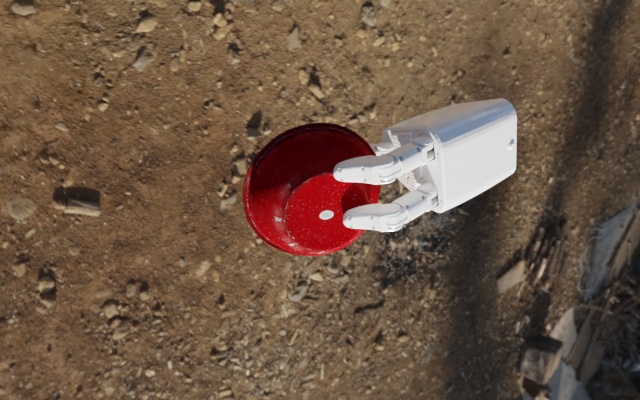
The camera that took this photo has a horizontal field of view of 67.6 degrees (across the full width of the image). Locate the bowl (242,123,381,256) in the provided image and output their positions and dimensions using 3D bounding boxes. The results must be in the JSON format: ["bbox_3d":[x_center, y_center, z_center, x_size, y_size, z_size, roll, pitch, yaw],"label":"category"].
[{"bbox_3d":[-0.001,0.003,0.513,0.162,0.162,0.055,0,25,-18],"label":"bowl"}]
